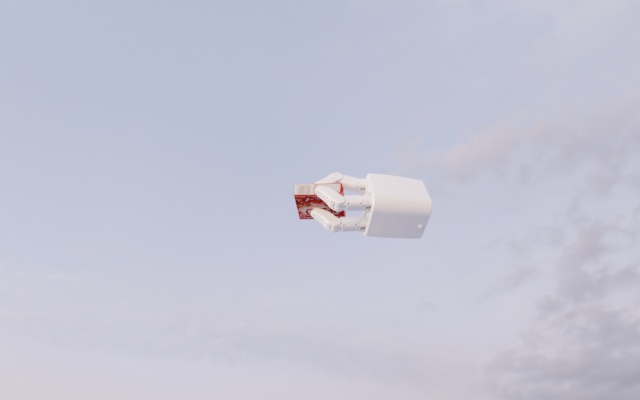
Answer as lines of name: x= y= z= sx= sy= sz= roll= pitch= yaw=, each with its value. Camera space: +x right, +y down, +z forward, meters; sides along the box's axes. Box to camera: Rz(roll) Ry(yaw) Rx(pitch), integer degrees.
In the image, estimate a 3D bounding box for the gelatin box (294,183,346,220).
gelatin box: x=0.000 y=0.003 z=0.877 sx=0.089 sy=0.030 sz=0.073 roll=-1 pitch=-39 yaw=8
